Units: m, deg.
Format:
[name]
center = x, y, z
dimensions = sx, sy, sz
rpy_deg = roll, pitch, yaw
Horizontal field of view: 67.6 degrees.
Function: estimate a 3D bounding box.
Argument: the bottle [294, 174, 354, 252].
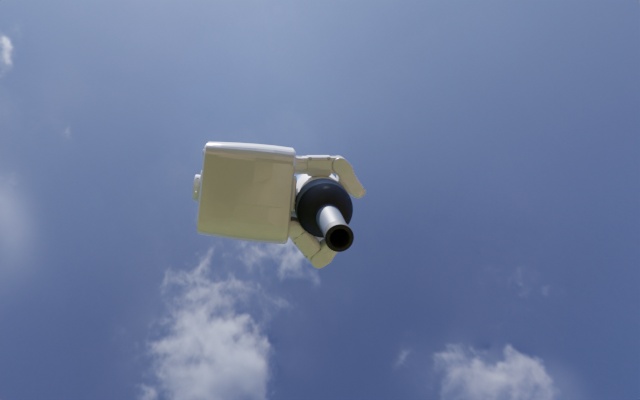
[bottle]
center = 0.000, 0.002, 0.589
dimensions = 0.069, 0.069, 0.295
rpy_deg = 0, 13, -7
